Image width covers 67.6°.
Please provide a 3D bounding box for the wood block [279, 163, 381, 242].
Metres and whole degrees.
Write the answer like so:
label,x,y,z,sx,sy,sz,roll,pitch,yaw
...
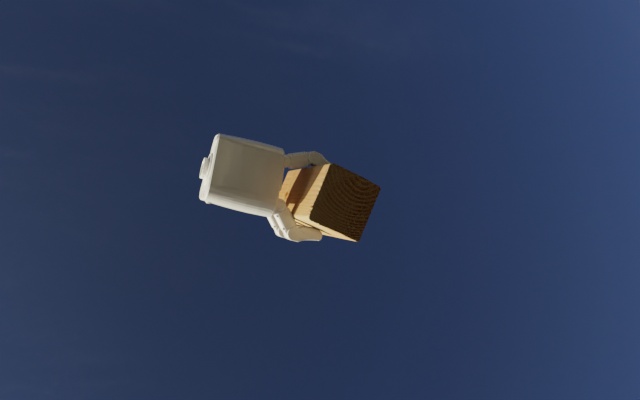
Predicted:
label,x,y,z,sx,sy,sz,roll,pitch,yaw
wood block,0.000,0.002,0.779,0.090,0.091,0.206,25,-8,-19
